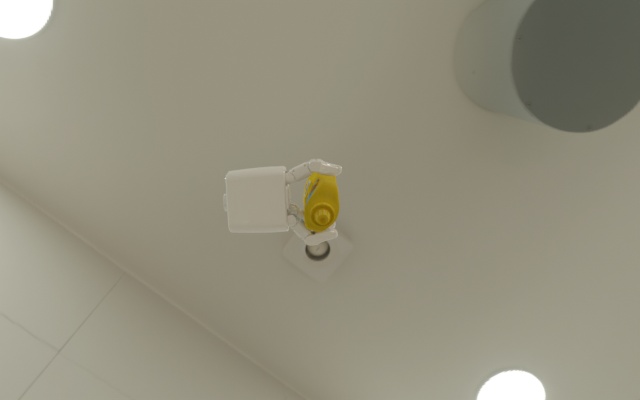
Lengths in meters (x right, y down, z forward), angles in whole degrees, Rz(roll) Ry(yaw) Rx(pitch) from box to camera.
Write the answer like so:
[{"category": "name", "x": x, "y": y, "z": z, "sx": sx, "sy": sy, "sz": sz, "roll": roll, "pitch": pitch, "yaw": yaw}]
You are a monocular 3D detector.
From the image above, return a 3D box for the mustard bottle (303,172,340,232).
[{"category": "mustard bottle", "x": 0.000, "y": 0.003, "z": 0.858, "sx": 0.058, "sy": 0.096, "sz": 0.191, "roll": 19, "pitch": 16, "yaw": -7}]
